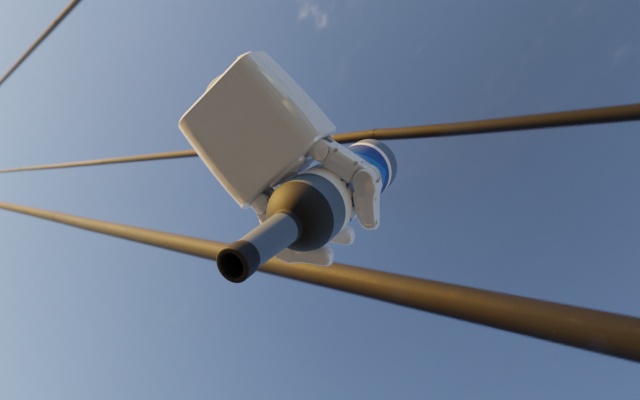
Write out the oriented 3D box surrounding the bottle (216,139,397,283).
[{"bbox_3d":[0.000,0.001,0.456,0.069,0.069,0.295,0,17,26],"label":"bottle"}]
